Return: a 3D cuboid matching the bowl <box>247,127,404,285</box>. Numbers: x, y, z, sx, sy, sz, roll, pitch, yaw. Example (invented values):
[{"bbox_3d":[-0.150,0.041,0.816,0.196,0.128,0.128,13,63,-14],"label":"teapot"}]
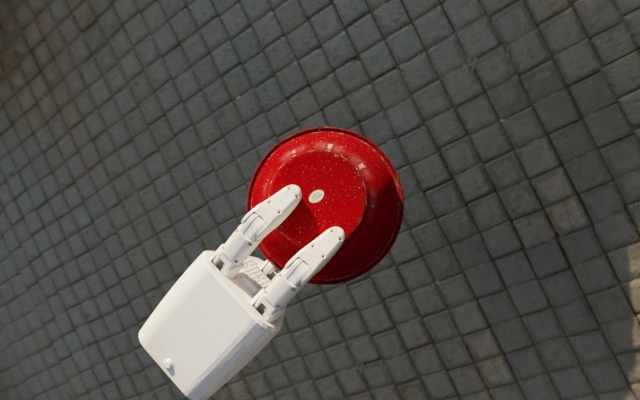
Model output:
[{"bbox_3d":[0.001,0.000,0.461,0.162,0.162,0.055,0,-6,8],"label":"bowl"}]
